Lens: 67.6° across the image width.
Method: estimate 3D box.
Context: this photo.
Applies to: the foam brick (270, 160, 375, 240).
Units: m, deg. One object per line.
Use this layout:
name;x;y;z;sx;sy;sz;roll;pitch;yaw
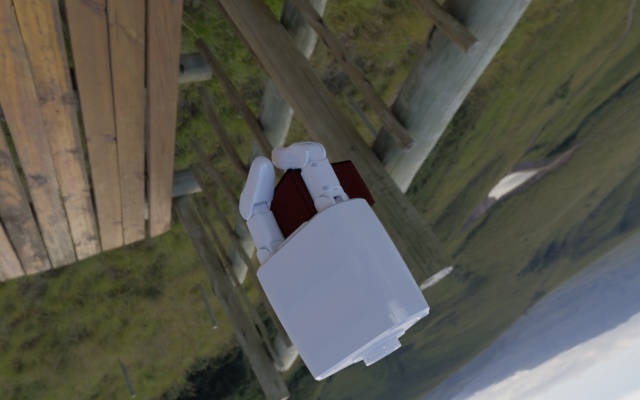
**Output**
foam brick;0.000;0.001;0.443;0.078;0.051;0.053;-12;-27;-39
